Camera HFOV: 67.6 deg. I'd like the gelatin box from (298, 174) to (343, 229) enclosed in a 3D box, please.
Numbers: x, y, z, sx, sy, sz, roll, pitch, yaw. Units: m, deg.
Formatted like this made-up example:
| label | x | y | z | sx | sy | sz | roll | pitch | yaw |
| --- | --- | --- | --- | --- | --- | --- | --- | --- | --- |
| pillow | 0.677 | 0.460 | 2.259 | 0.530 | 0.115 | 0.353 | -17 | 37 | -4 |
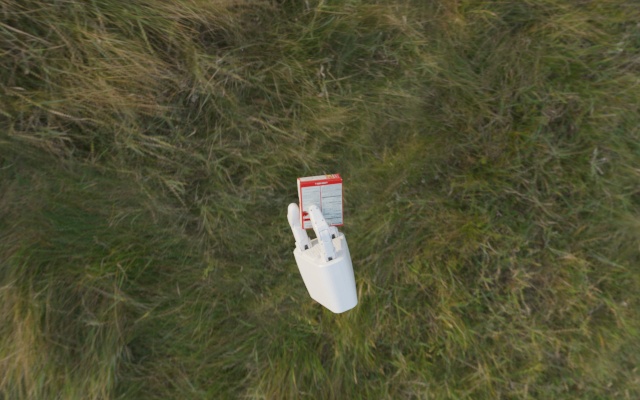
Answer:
| label | x | y | z | sx | sy | sz | roll | pitch | yaw |
| --- | --- | --- | --- | --- | --- | --- | --- | --- | --- |
| gelatin box | 0.000 | 0.003 | 0.816 | 0.073 | 0.089 | 0.030 | -6 | 24 | -9 |
